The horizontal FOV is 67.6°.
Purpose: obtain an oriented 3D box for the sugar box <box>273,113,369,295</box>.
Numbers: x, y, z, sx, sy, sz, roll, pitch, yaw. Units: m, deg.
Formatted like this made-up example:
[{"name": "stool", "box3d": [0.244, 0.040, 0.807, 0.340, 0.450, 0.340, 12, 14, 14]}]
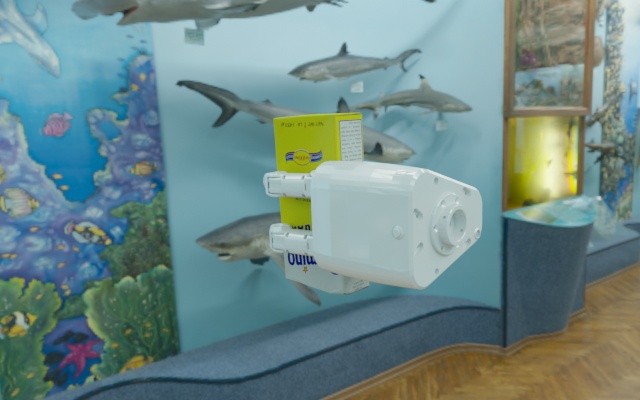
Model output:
[{"name": "sugar box", "box3d": [0.000, 0.002, 0.489, 0.048, 0.176, 0.093, -10, 11, -42]}]
